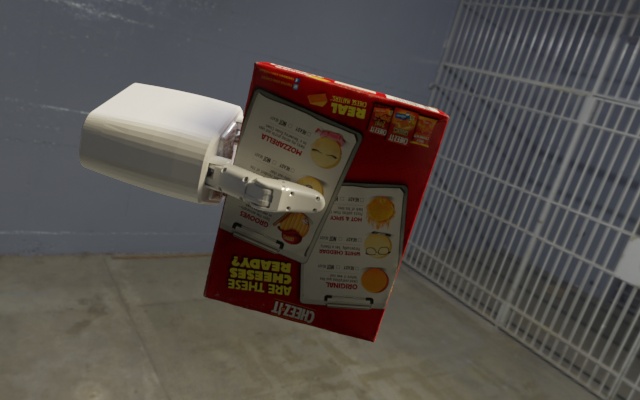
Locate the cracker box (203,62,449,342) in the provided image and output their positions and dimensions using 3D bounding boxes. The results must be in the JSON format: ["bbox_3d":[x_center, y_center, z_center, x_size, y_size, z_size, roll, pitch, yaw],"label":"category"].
[{"bbox_3d":[0.000,0.001,0.435,0.164,0.214,0.072,15,15,0],"label":"cracker box"}]
